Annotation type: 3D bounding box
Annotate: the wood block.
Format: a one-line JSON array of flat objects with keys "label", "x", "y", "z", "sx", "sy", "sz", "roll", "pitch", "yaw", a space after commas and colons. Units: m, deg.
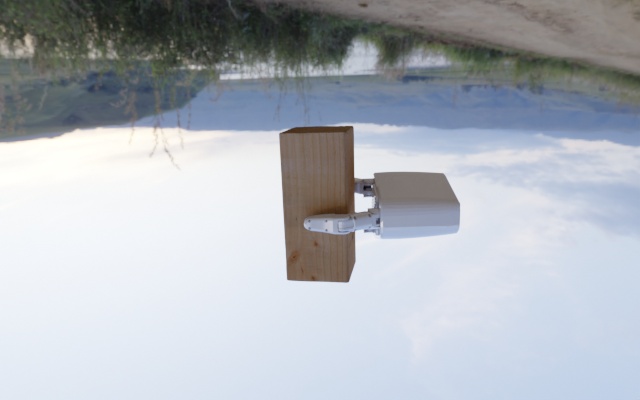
[{"label": "wood block", "x": 0.000, "y": 0.002, "z": 0.675, "sx": 0.090, "sy": 0.206, "sz": 0.091, "roll": 1, "pitch": 14, "yaw": 11}]
